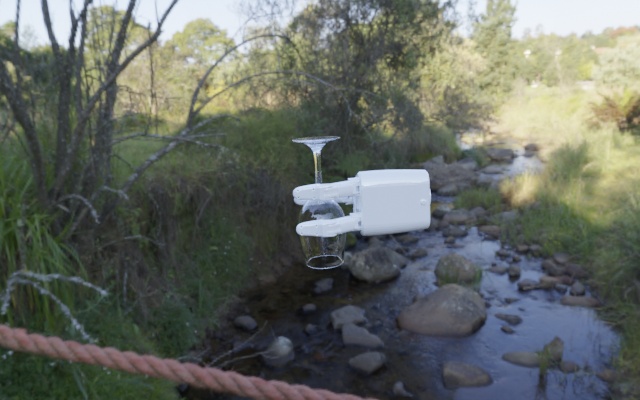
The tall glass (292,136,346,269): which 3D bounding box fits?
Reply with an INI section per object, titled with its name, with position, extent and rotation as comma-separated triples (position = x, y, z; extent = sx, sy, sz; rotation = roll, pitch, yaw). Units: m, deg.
[tall glass]
position = 0.000, 0.002, 0.751
extent = 0.079, 0.201, 0.079
rotation = -4, 11, 1
